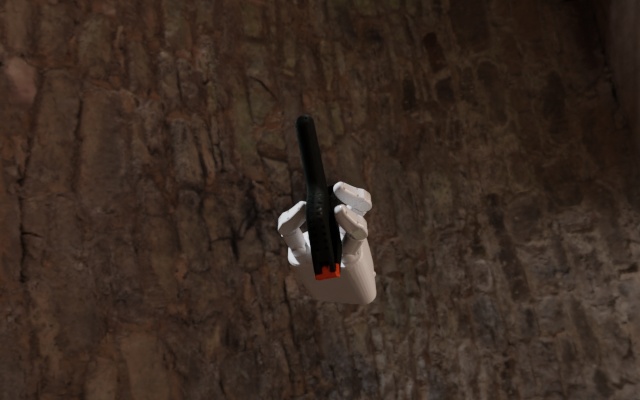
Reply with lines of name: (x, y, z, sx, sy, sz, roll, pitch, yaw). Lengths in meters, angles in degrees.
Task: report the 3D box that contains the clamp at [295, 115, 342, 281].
clamp: (-0.001, 0.003, 0.619, 0.036, 0.209, 0.165, -13, -45, 12)
